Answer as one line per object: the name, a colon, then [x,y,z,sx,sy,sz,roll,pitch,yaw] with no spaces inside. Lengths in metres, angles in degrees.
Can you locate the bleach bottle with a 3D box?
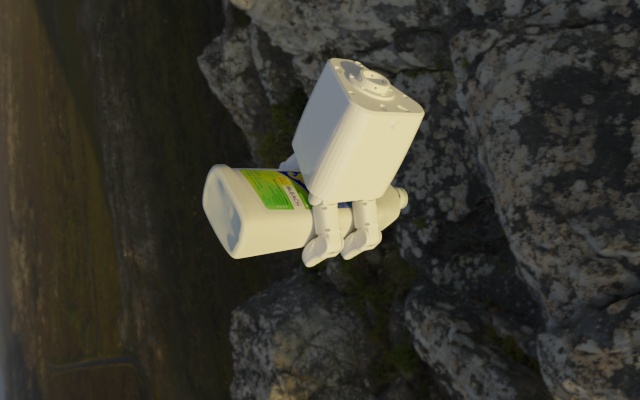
bleach bottle: [0.000,0.002,0.557,0.251,0.068,0.102,-6,45,-37]
